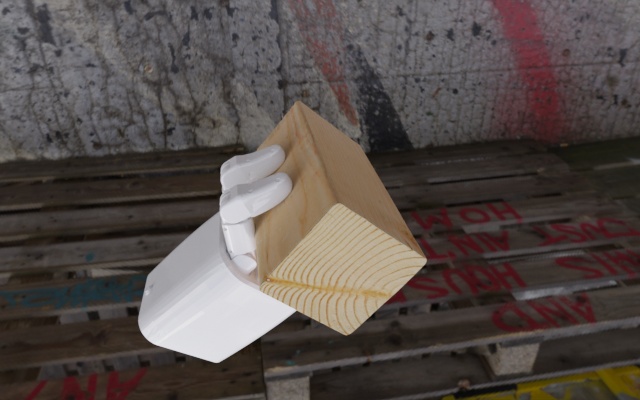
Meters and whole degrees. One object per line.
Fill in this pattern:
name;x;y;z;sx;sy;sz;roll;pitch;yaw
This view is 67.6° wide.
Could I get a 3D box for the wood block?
wood block;0.000;0.002;0.424;0.091;0.090;0.206;33;19;-26
